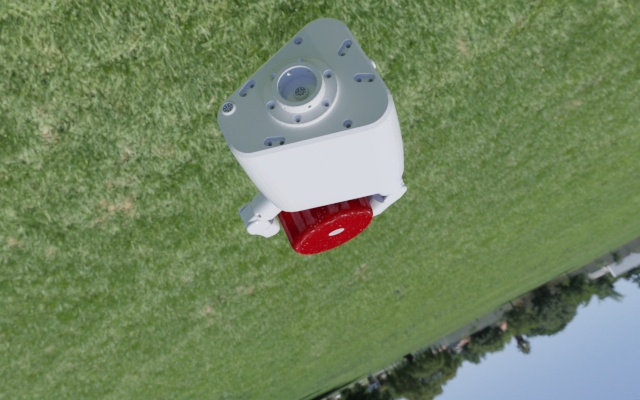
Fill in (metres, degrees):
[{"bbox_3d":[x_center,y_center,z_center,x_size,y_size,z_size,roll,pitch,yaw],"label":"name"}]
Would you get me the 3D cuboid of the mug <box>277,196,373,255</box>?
[{"bbox_3d":[0.000,0.002,0.460,0.093,0.081,0.117,-28,-22,4],"label":"mug"}]
